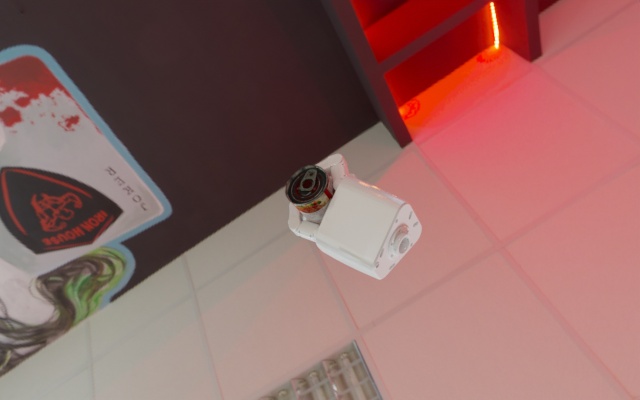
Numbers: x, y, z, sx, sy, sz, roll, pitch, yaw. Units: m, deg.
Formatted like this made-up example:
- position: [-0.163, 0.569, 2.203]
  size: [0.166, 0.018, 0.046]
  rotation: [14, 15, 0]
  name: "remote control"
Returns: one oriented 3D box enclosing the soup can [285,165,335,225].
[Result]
- position: [0.000, 0.002, 0.725]
  size: [0.068, 0.068, 0.102]
  rotation: [0, -31, 29]
  name: "soup can"
